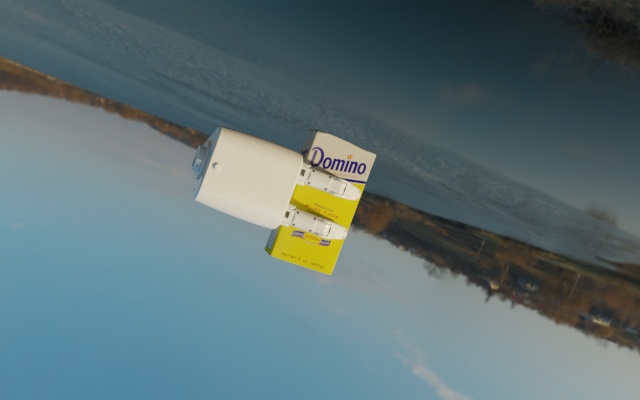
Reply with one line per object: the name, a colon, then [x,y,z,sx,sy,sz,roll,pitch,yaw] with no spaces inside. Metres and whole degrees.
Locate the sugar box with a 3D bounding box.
sugar box: [0.000,0.002,0.644,0.093,0.176,0.048,20,2,-19]
